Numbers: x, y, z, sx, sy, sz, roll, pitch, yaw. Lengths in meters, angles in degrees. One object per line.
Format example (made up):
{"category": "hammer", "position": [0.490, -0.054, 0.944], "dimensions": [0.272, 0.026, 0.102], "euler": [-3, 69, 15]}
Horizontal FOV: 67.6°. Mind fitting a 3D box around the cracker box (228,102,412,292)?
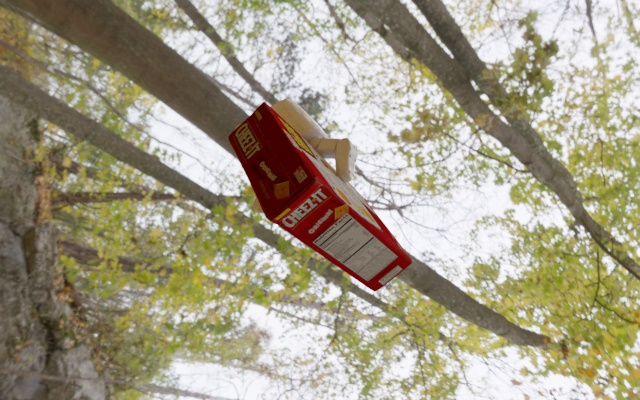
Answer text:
{"category": "cracker box", "position": [0.000, 0.002, 0.575], "dimensions": [0.214, 0.072, 0.164], "euler": [39, 12, -44]}
